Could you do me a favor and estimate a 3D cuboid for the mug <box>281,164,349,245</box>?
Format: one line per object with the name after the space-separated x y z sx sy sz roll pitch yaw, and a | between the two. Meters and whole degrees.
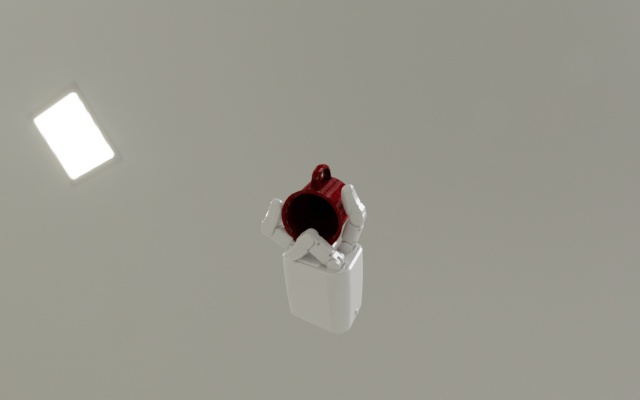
0.000 0.001 0.707 0.093 0.117 0.081 7 25 19 | mug
